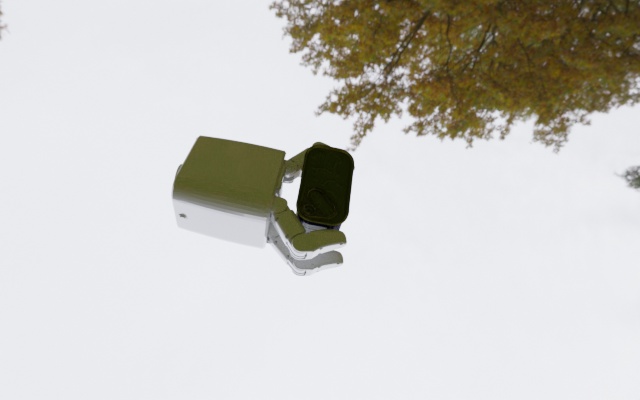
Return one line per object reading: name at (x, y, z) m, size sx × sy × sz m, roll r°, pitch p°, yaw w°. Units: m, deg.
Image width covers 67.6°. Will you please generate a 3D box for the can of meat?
can of meat at (0.000, 0.002, 0.555) m, size 0.057 × 0.102 × 0.084 m, roll 11°, pitch -32°, yaw -4°
